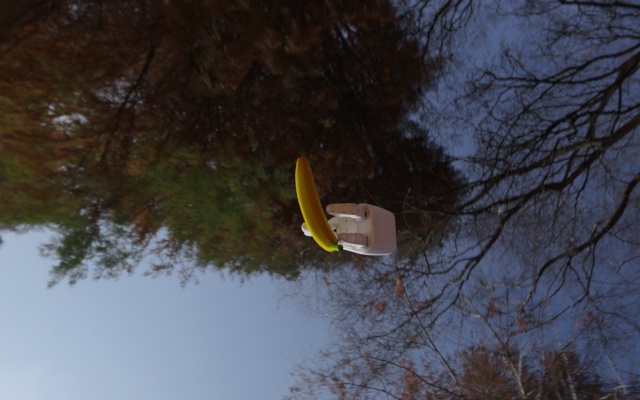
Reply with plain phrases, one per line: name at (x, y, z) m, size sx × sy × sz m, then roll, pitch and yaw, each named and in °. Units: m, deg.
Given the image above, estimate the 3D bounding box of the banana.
banana at (-0.007, 0.016, 0.867) m, size 0.037 × 0.197 × 0.070 m, roll -7°, pitch -29°, yaw -36°
